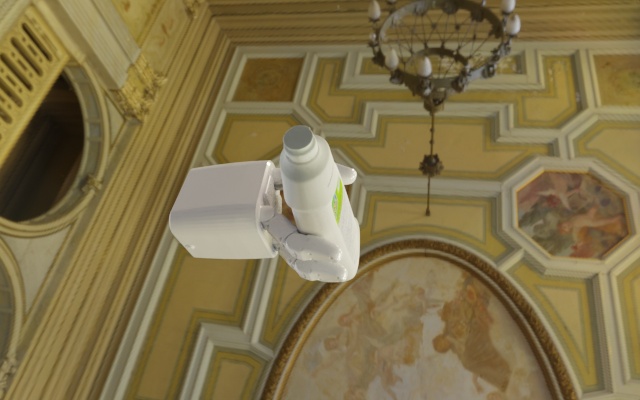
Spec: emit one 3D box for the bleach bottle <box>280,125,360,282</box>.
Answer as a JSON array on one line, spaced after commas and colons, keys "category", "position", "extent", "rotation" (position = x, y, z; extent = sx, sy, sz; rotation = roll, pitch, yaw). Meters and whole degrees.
[{"category": "bleach bottle", "position": [0.000, 0.002, 0.541], "extent": [0.068, 0.102, 0.251], "rotation": [-3, -33, 9]}]
